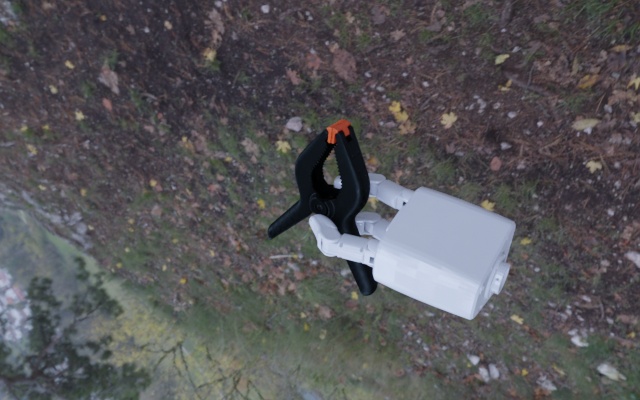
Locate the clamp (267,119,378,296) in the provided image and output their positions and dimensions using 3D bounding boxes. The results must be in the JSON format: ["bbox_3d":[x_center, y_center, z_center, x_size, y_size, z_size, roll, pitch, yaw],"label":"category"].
[{"bbox_3d":[0.000,0.002,0.559,0.164,0.210,0.036,21,38,28],"label":"clamp"}]
